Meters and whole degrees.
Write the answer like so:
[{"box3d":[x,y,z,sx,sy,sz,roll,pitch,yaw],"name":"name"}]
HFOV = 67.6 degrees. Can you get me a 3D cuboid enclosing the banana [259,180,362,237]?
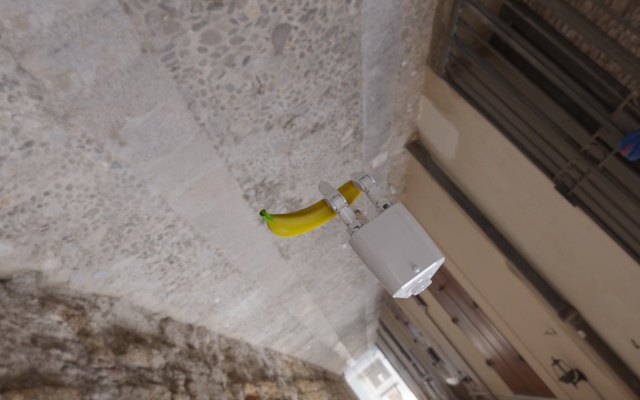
[{"box3d":[-0.006,0.015,0.759,0.198,0.037,0.070,-22,-29,-28],"name":"banana"}]
